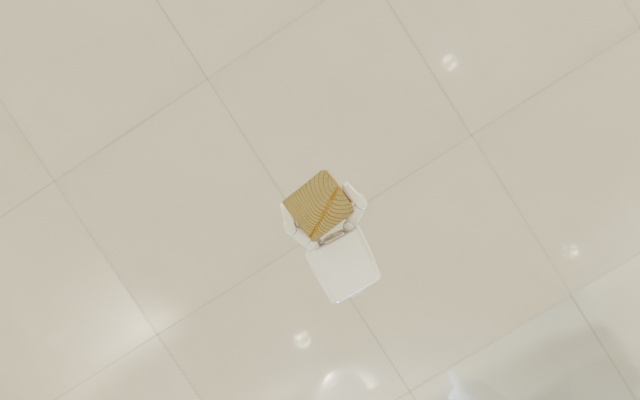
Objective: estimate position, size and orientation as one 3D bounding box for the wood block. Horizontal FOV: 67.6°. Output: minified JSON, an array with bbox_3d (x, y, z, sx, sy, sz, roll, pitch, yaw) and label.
[{"bbox_3d":[0.001,0.003,0.896,0.091,0.090,0.206,-37,2,4],"label":"wood block"}]
